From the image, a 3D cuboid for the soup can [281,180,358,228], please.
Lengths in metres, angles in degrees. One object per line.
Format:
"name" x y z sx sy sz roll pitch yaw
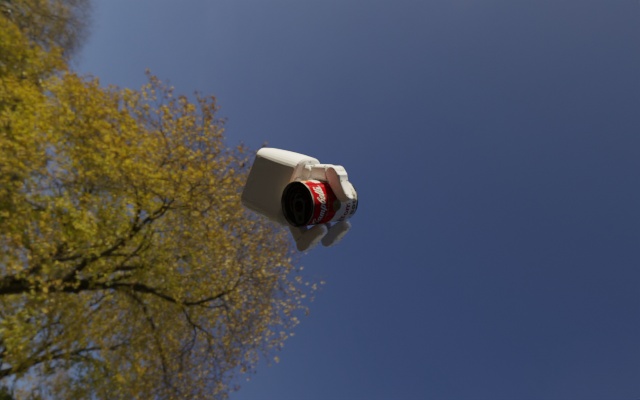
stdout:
"soup can" 0.001 0.002 0.725 0.068 0.068 0.102 0 4 43
